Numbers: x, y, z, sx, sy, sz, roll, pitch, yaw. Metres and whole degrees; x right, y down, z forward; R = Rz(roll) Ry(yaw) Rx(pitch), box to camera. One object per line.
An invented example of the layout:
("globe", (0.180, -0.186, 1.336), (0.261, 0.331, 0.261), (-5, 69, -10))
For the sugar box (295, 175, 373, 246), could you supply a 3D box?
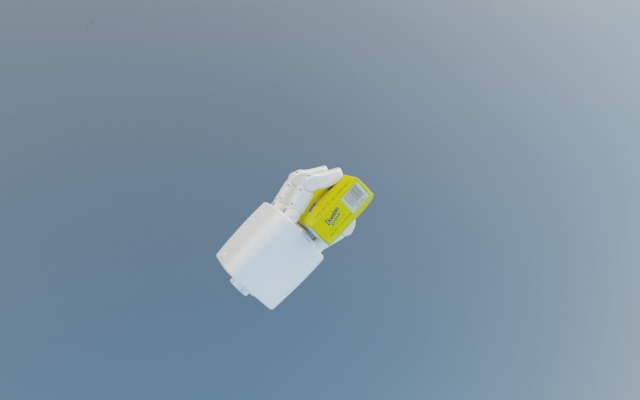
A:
("sugar box", (0.000, 0.002, 0.707), (0.048, 0.093, 0.176), (47, -10, -22))
